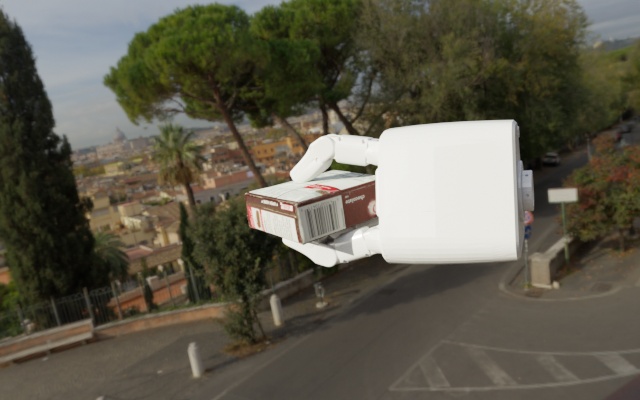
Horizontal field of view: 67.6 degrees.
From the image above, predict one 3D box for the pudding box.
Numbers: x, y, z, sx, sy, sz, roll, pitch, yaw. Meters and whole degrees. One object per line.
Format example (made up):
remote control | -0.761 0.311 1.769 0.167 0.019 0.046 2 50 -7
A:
pudding box | 0.000 0.001 0.447 0.113 0.039 0.090 -15 15 -35
